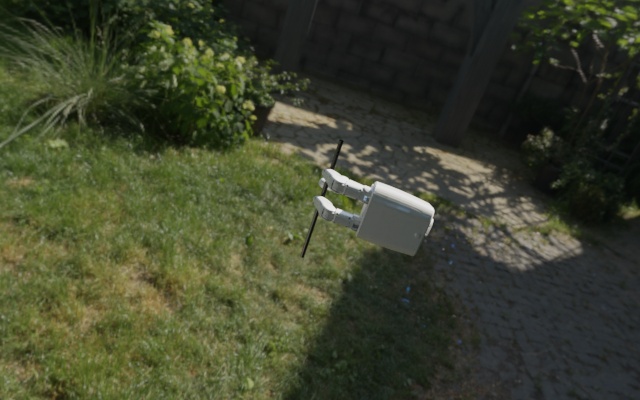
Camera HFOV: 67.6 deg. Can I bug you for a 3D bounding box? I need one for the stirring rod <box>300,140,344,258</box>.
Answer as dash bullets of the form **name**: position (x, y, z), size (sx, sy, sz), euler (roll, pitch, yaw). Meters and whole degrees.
- **stirring rod**: position (0.000, 0.003, 0.851), size (0.011, 0.240, 0.011), euler (15, 25, -7)
